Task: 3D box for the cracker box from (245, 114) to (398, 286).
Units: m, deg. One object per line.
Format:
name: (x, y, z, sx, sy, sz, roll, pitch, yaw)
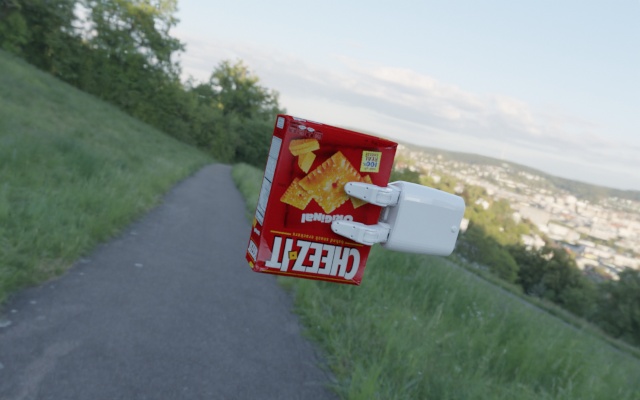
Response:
cracker box: (0.000, 0.002, 0.670, 0.164, 0.214, 0.072, 11, 9, -19)
